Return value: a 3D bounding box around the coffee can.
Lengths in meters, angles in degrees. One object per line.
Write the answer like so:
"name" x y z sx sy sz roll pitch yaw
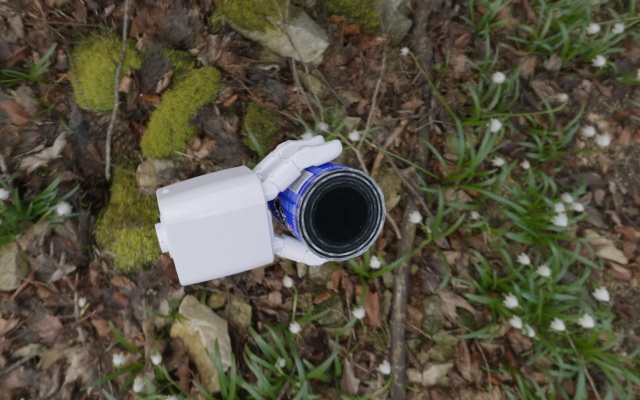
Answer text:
"coffee can" 0.000 0.002 0.570 0.103 0.103 0.140 0 12 -21
